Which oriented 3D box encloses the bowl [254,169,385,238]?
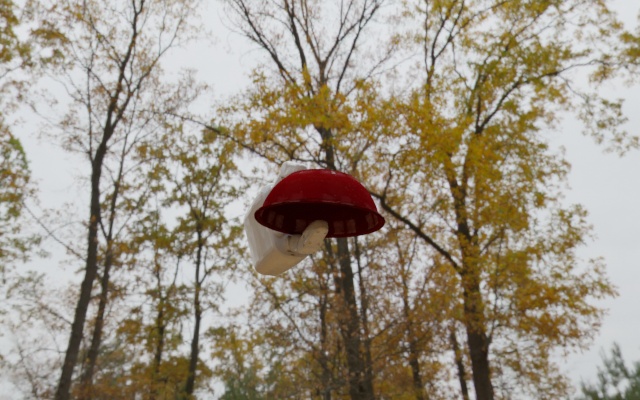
[{"bbox_3d":[0.001,0.001,0.597,0.162,0.055,0.162,3,-18,1],"label":"bowl"}]
